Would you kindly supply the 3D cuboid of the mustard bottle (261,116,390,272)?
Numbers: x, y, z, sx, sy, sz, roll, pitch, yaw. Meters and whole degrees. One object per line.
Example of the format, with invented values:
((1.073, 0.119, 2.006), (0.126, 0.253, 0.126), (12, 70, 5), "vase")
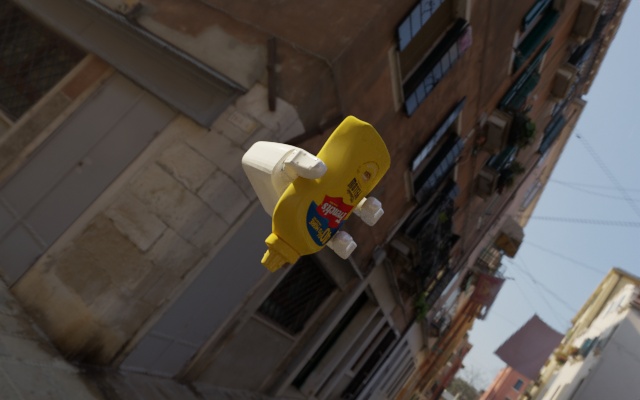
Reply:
((0.000, 0.002, 0.546), (0.058, 0.191, 0.096), (33, -13, 32), "mustard bottle")
